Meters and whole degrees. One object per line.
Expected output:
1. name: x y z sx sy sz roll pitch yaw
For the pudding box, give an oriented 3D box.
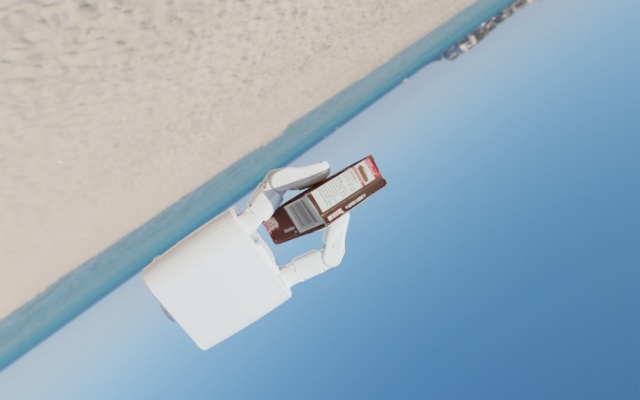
1. pudding box: 0.000 0.002 0.489 0.090 0.039 0.113 -33 6 -33
